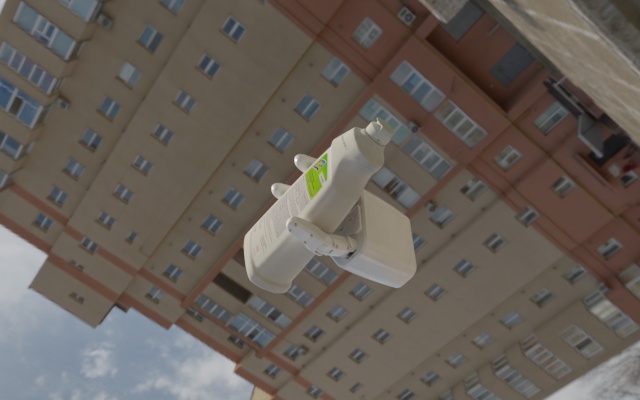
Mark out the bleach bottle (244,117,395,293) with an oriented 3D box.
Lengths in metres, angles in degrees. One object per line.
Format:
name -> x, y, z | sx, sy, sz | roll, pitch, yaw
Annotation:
bleach bottle -> 0.000, 0.002, 0.601 | 0.068, 0.251, 0.102 | 27, 29, -32
